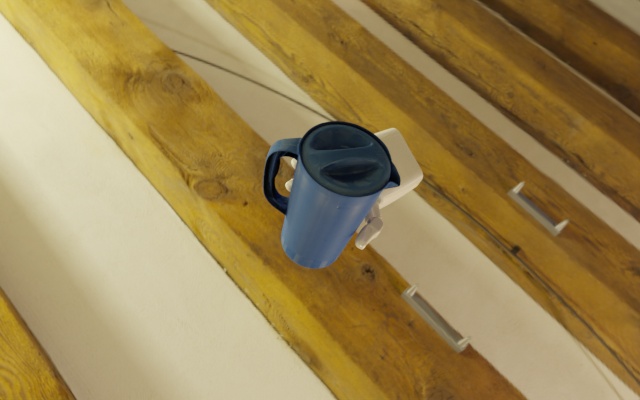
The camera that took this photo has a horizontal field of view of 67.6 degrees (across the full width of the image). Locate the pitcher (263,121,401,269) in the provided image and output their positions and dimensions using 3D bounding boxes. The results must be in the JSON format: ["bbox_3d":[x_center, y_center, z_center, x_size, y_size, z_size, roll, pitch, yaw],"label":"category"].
[{"bbox_3d":[0.000,0.002,0.734,0.145,0.149,0.243,-26,-24,-30],"label":"pitcher"}]
